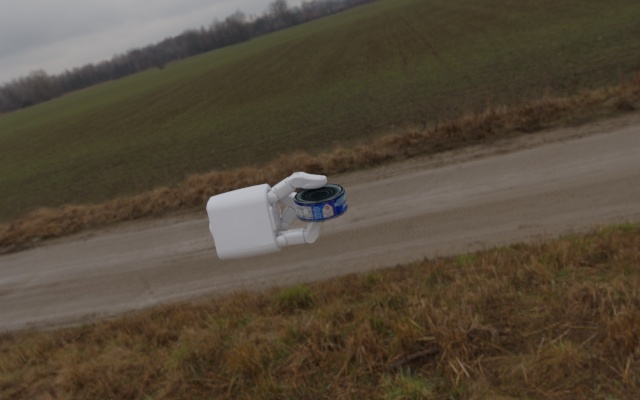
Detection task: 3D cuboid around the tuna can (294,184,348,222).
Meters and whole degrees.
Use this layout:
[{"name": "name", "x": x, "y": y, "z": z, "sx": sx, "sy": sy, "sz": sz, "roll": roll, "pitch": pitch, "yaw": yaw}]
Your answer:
[{"name": "tuna can", "x": 0.000, "y": 0.002, "z": 0.777, "sx": 0.086, "sy": 0.034, "sz": 0.086, "roll": -9, "pitch": 21, "yaw": 4}]
